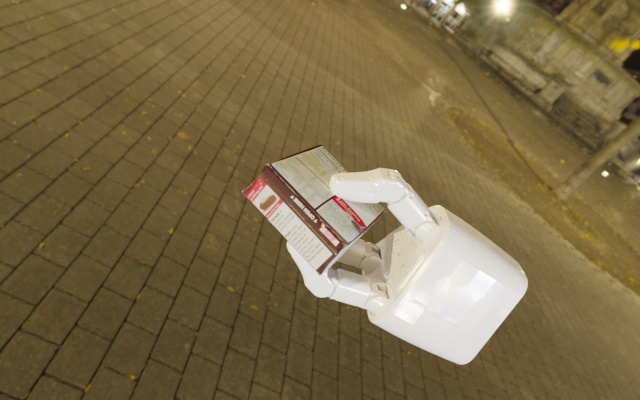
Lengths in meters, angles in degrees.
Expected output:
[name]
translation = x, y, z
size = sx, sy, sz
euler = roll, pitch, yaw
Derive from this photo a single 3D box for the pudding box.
[pudding box]
translation = 0.000, 0.001, 0.405
size = 0.039, 0.090, 0.113
euler = -48, -7, 24
